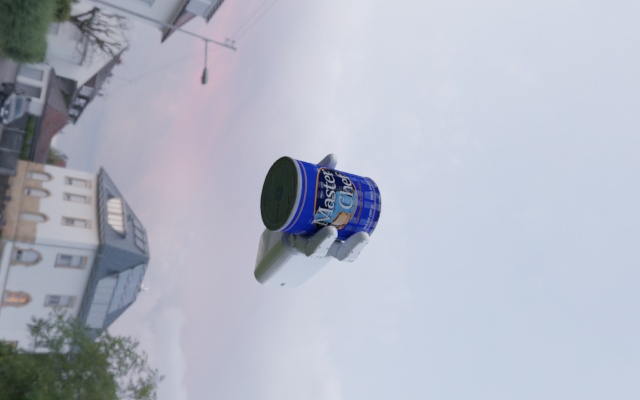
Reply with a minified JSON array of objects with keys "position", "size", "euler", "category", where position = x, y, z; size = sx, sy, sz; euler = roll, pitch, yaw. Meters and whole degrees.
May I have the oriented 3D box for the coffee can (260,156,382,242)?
[{"position":[0.000,0.002,0.676],"size":[0.140,0.103,0.103],"euler":[12,-6,-32],"category":"coffee can"}]
